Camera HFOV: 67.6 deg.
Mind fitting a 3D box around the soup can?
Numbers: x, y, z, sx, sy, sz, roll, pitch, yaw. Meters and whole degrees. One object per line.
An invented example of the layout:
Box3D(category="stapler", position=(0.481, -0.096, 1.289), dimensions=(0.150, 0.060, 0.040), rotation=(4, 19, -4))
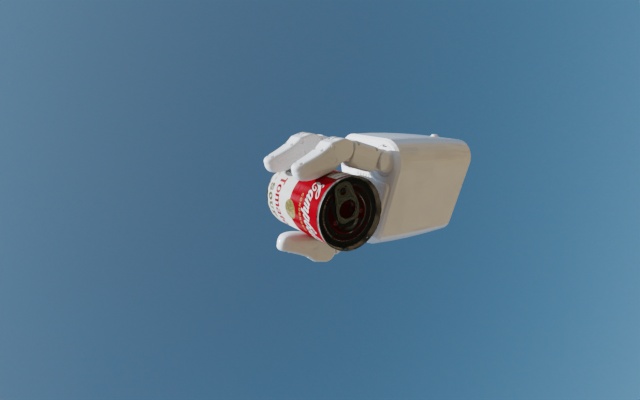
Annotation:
Box3D(category="soup can", position=(-0.001, 0.002, 0.456), dimensions=(0.068, 0.068, 0.102), rotation=(0, 12, -33))
